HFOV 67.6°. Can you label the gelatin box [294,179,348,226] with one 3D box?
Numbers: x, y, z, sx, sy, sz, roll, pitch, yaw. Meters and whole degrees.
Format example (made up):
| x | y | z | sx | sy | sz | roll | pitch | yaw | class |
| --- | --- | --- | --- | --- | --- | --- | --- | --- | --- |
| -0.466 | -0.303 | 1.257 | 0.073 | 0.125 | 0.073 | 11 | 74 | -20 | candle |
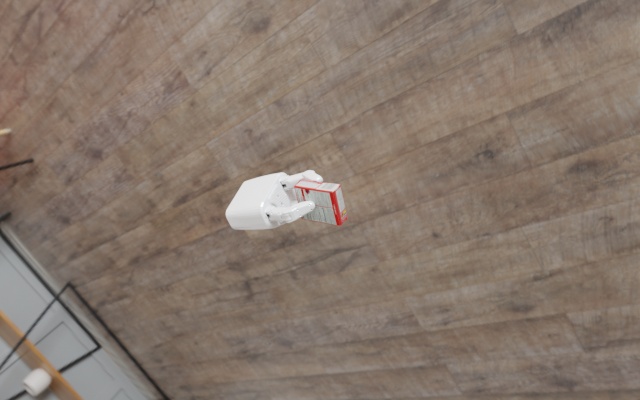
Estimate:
| x | y | z | sx | sy | sz | roll | pitch | yaw | class |
| --- | --- | --- | --- | --- | --- | --- | --- | --- | --- |
| 0.000 | 0.003 | 0.863 | 0.089 | 0.073 | 0.030 | 9 | 37 | 34 | gelatin box |
